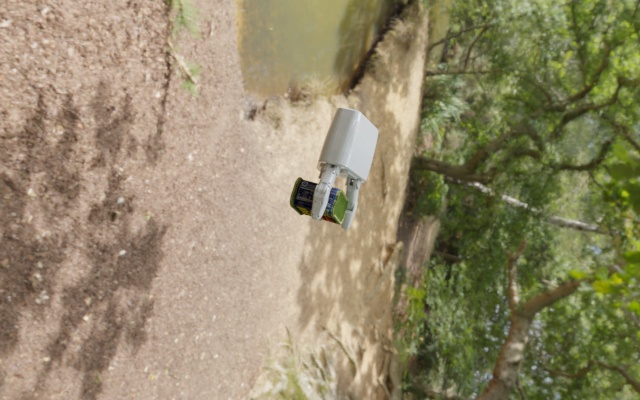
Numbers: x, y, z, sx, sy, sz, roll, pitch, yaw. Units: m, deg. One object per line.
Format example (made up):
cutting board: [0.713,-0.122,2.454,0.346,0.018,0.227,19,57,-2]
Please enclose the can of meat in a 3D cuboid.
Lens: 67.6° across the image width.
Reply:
can of meat: [0.000,0.003,0.880,0.084,0.057,0.102,15,-12,16]
